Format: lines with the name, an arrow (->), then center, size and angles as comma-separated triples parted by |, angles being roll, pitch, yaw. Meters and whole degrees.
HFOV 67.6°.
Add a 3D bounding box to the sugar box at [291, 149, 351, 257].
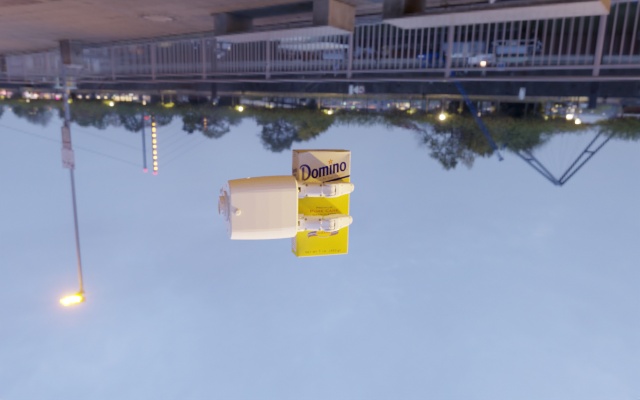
sugar box -> 0.000, 0.003, 0.801 | 0.093, 0.176, 0.048 | -3, 13, -18
